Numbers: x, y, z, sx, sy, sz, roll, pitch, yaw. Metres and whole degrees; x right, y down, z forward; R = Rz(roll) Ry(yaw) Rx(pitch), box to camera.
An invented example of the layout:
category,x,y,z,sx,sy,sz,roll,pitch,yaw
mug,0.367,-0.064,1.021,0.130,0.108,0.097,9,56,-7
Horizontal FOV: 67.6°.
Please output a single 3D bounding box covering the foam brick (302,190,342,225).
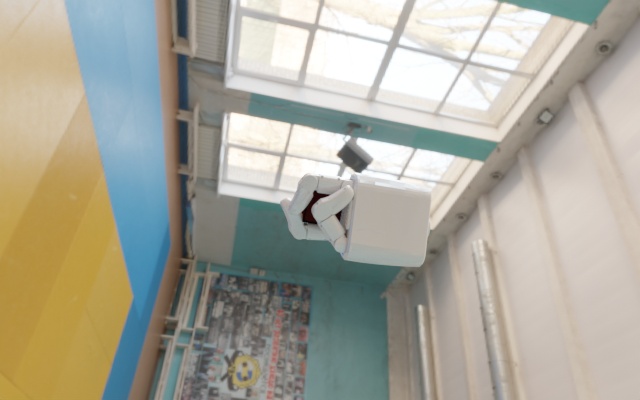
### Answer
category,x,y,z,sx,sy,sz,roll,pitch,yaw
foam brick,0.000,0.002,0.682,0.051,0.053,0.078,8,10,-8
